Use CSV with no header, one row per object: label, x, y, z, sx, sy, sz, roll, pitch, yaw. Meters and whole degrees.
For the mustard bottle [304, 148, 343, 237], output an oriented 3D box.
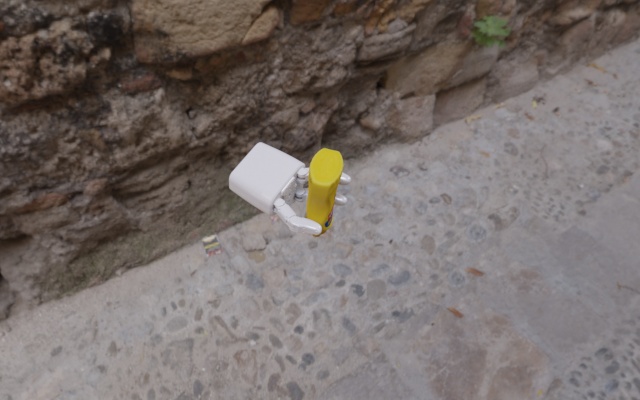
mustard bottle,0.000,0.003,0.893,0.058,0.096,0.192,12,-43,2
